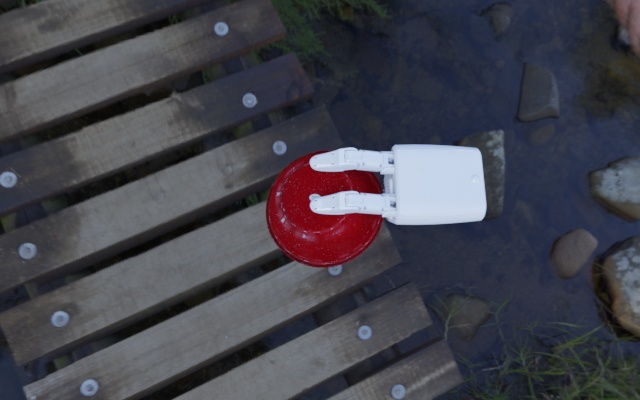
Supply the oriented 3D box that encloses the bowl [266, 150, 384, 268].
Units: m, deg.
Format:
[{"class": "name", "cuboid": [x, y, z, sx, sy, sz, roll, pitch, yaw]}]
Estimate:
[{"class": "bowl", "cuboid": [-0.001, 0.002, 0.611, 0.162, 0.162, 0.055, 0, -15, 11]}]
